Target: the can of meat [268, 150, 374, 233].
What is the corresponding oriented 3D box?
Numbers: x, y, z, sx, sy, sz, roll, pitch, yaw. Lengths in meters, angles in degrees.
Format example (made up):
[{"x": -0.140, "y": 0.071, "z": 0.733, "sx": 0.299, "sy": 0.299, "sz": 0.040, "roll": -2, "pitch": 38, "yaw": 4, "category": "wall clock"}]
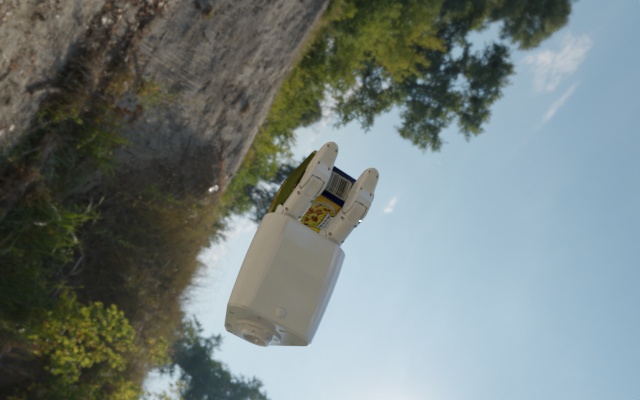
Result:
[{"x": 0.000, "y": 0.002, "z": 0.554, "sx": 0.084, "sy": 0.057, "sz": 0.102, "roll": 32, "pitch": -38, "yaw": -14, "category": "can of meat"}]
